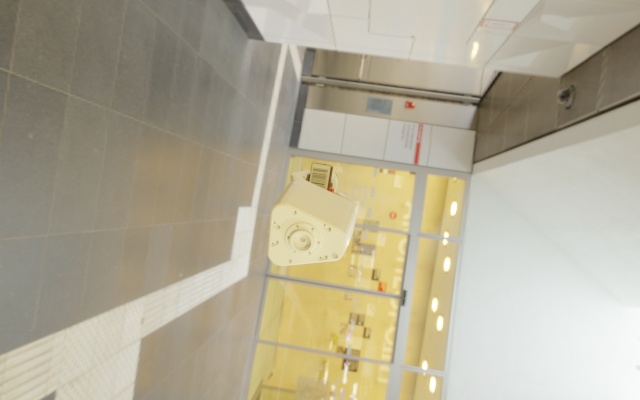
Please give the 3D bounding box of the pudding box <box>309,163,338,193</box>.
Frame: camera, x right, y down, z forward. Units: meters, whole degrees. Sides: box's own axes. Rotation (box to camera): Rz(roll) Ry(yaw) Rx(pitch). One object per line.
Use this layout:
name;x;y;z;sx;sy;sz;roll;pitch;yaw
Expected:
pudding box;0.000;0.003;0.797;0.039;0.113;0.090;10;-8;9
